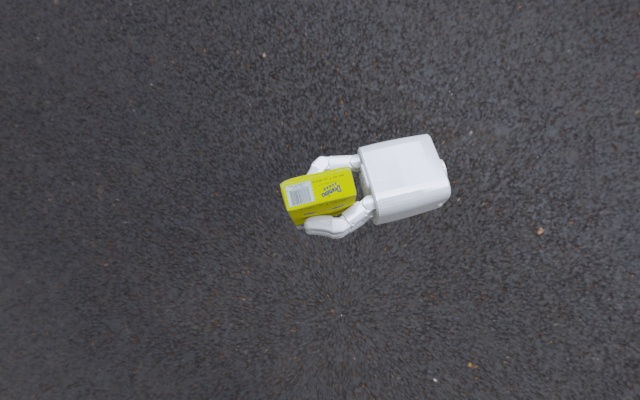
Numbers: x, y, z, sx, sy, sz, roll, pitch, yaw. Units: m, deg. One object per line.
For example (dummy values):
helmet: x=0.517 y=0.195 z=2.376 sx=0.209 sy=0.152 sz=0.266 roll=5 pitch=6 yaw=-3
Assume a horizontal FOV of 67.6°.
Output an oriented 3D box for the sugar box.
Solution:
sugar box: x=0.000 y=0.003 z=0.683 sx=0.093 sy=0.048 sz=0.176 roll=-13 pitch=-14 yaw=0
